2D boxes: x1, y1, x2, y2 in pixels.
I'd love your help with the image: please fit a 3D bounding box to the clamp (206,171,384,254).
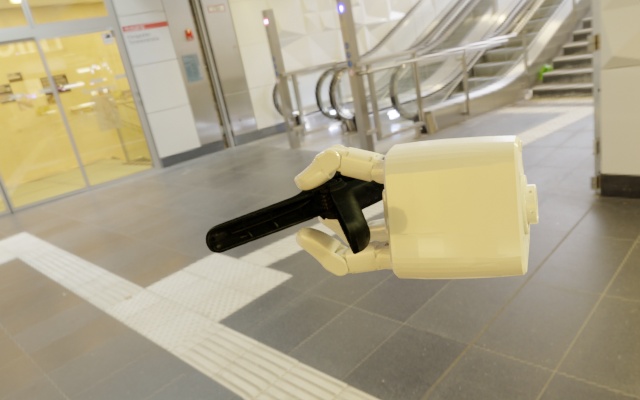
[{"bbox_3d":[0.000,0.001,0.470,0.164,0.036,0.210,-5,18,27],"label":"clamp"}]
